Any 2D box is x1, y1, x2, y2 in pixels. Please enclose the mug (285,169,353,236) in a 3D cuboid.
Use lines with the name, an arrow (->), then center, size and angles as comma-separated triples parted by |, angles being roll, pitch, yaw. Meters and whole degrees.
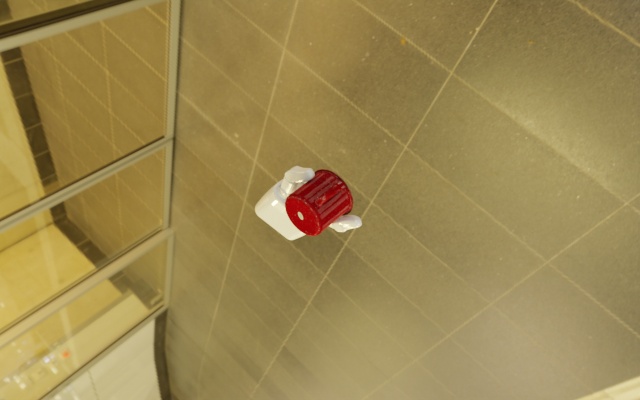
mug -> 0.001, 0.002, 0.795 | 0.081, 0.093, 0.117 | -38, 2, -34
